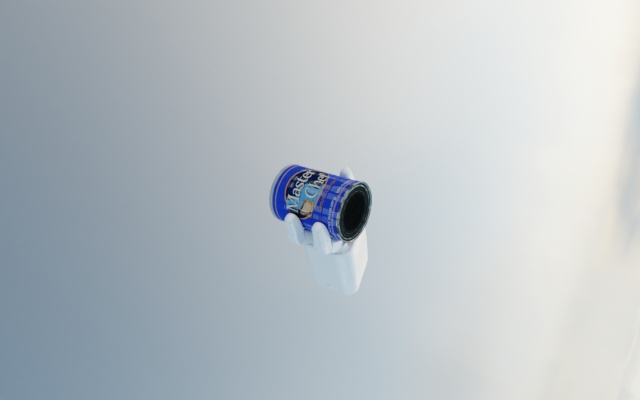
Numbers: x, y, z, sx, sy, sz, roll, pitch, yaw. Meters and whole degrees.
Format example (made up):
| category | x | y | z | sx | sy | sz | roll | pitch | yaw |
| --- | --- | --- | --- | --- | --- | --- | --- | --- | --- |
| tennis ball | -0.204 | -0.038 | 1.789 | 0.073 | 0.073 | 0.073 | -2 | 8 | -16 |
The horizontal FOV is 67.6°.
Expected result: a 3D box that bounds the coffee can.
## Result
| category | x | y | z | sx | sy | sz | roll | pitch | yaw |
| --- | --- | --- | --- | --- | --- | --- | --- | --- | --- |
| coffee can | 0.000 | 0.002 | 0.799 | 0.140 | 0.103 | 0.103 | 17 | 9 | 33 |
